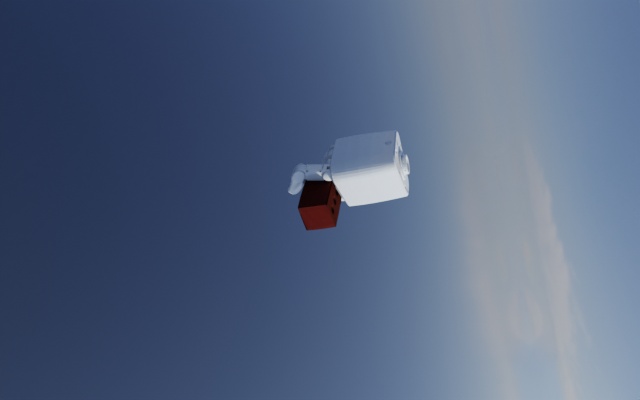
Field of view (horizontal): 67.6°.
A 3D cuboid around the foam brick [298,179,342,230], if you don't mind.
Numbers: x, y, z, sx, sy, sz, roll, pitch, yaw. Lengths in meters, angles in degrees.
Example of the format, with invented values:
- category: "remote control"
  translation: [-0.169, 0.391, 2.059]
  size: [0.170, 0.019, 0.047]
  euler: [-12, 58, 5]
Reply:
- category: "foam brick"
  translation: [0.000, 0.003, 0.787]
  size: [0.051, 0.053, 0.078]
  euler: [-6, 41, 18]
